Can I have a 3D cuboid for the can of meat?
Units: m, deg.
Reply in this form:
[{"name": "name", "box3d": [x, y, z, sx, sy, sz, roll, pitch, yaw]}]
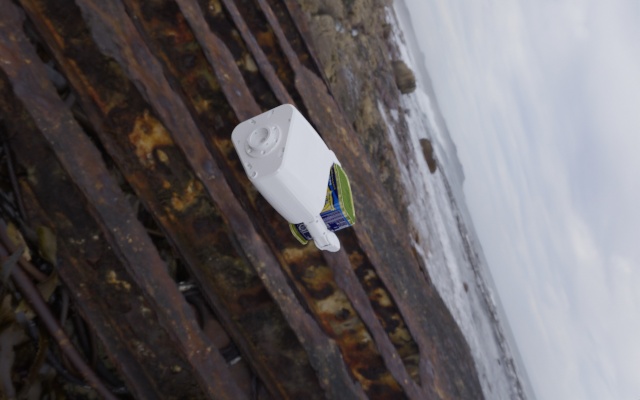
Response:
[{"name": "can of meat", "box3d": [0.000, 0.002, 0.699, 0.084, 0.102, 0.057, -20, -40, 16]}]
